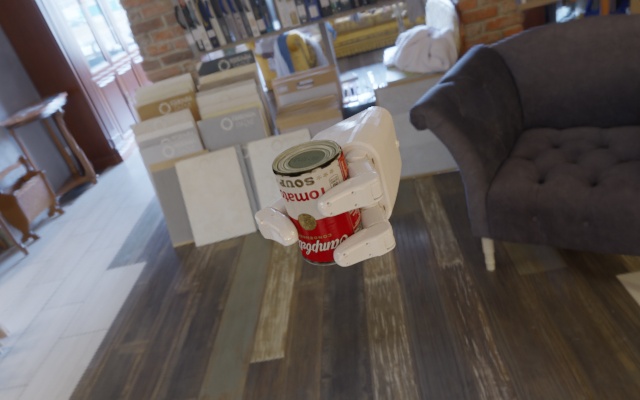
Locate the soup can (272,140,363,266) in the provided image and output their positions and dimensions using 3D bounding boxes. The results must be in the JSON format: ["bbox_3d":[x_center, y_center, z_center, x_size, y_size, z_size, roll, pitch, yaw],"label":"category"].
[{"bbox_3d":[0.000,0.002,0.457,0.068,0.102,0.068,-13,28,7],"label":"soup can"}]
